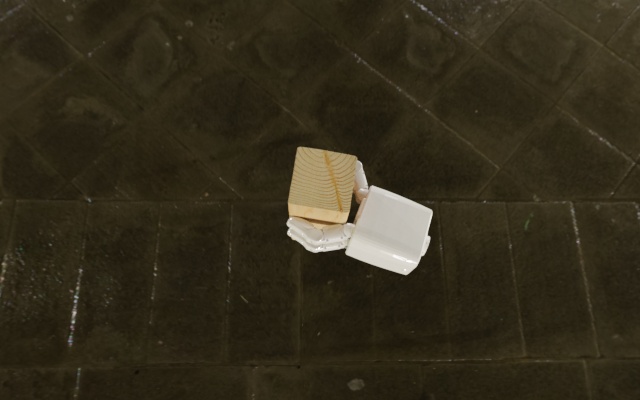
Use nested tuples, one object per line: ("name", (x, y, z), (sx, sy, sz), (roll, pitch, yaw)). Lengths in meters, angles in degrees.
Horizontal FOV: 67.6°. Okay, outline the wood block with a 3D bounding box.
("wood block", (0.001, 0.002, 0.774), (0.090, 0.090, 0.206), (9, -19, 1))
